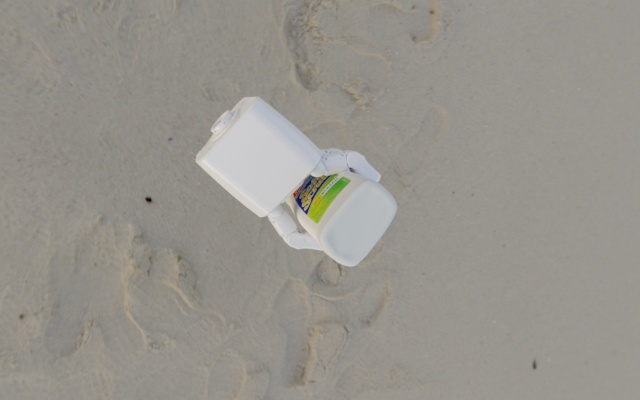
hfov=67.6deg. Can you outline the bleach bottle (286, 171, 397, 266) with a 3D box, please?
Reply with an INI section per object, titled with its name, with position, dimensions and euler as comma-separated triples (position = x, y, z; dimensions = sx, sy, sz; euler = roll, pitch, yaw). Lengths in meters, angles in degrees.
[bleach bottle]
position = 0.000, 0.002, 0.642
dimensions = 0.068, 0.102, 0.250
euler = 42, -6, -23
